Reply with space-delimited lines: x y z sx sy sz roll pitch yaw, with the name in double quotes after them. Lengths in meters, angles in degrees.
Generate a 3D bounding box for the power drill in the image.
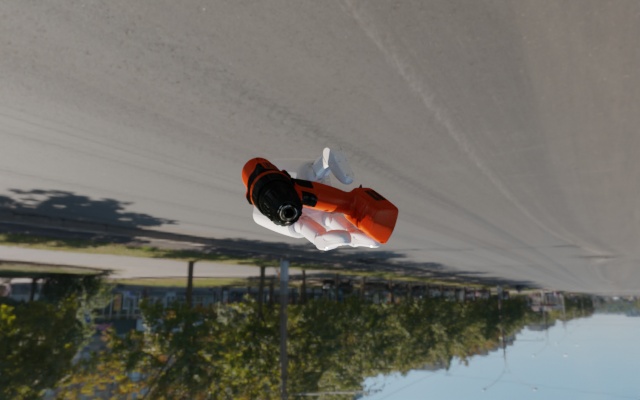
0.000 0.002 0.599 0.188 0.057 0.184 16 13 -23 "power drill"
